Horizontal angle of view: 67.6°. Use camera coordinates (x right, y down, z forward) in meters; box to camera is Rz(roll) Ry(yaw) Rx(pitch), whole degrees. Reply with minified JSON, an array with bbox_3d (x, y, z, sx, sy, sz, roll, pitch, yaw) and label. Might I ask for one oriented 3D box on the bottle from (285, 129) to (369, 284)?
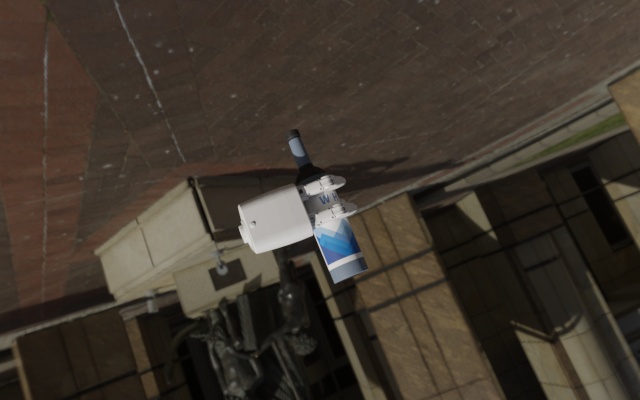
[{"bbox_3d":[0.000,0.003,0.881,0.069,0.295,0.069,-22,-12,-5],"label":"bottle"}]
